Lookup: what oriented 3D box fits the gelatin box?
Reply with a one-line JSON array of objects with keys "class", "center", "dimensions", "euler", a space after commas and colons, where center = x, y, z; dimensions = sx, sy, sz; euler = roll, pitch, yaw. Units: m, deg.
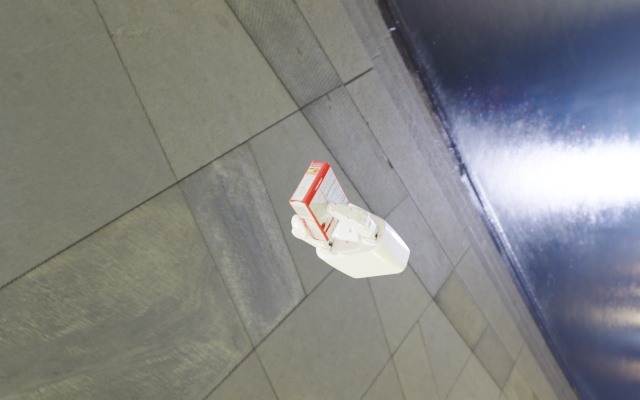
[{"class": "gelatin box", "center": [0.000, 0.002, 0.656], "dimensions": [0.030, 0.073, 0.089], "euler": [9, -34, 33]}]
